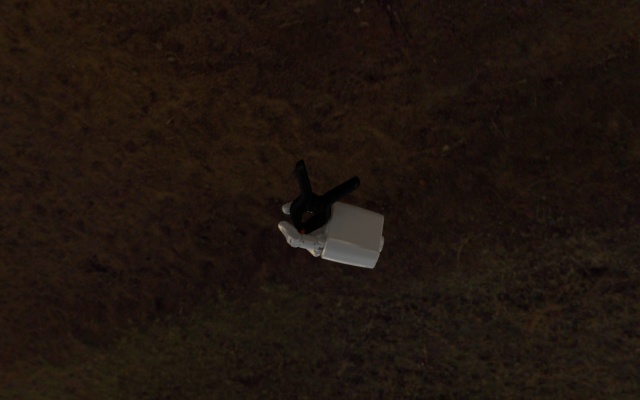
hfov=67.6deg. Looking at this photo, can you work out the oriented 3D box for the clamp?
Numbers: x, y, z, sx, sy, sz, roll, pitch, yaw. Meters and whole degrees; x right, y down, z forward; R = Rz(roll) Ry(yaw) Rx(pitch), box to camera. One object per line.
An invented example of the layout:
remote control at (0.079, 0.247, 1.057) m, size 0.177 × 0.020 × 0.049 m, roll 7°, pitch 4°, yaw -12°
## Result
clamp at (0.000, 0.003, 0.894) m, size 0.120 × 0.172 × 0.039 m, roll 14°, pitch 42°, yaw -2°
